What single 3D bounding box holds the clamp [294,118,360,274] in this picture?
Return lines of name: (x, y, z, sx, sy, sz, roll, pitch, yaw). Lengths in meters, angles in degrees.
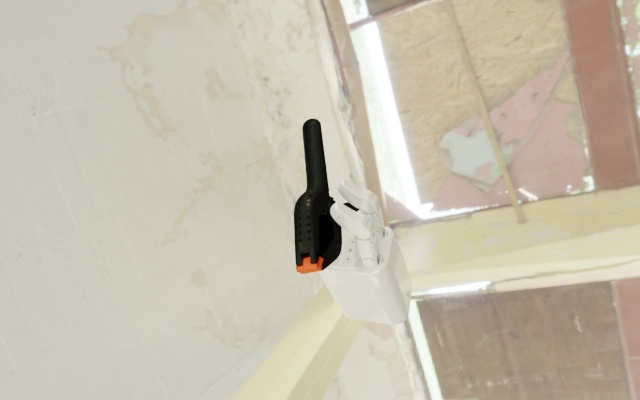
clamp: (-0.001, 0.003, 0.610, 0.036, 0.165, 0.209, -14, 30, 24)
